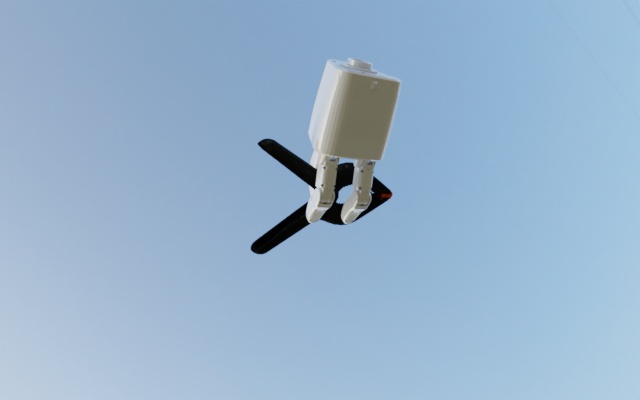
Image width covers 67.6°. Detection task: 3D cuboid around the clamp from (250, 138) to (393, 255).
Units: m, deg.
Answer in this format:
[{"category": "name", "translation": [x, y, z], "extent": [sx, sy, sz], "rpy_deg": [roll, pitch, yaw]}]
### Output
[{"category": "clamp", "translation": [0.000, 0.002, 0.665], "extent": [0.210, 0.165, 0.036], "rpy_deg": [3, 26, -26]}]
